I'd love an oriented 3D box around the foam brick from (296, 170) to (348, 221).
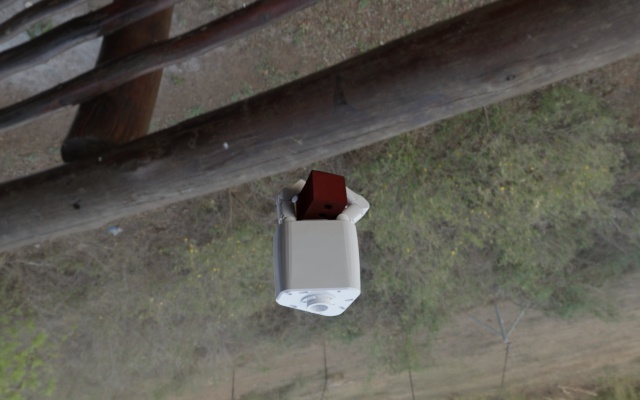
[{"bbox_3d":[0.000,0.002,0.693,0.053,0.051,0.078,9,-38,-17],"label":"foam brick"}]
